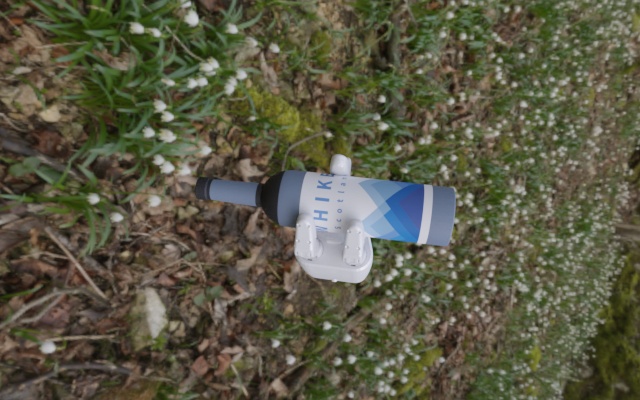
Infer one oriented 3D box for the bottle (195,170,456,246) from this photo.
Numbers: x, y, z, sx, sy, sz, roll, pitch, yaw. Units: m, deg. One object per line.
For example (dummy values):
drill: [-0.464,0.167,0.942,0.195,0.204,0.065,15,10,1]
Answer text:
bottle: [0.000,0.002,0.553,0.296,0.069,0.069,7,1,7]
